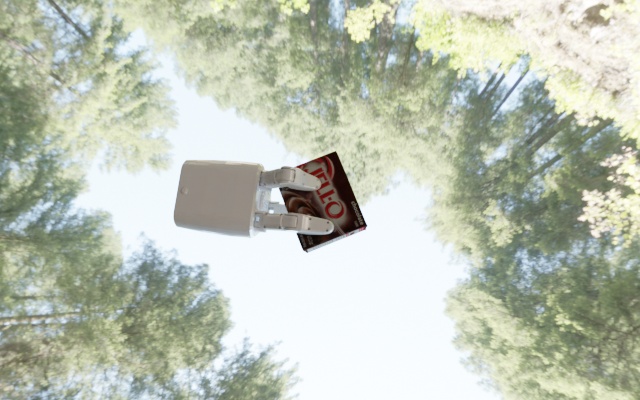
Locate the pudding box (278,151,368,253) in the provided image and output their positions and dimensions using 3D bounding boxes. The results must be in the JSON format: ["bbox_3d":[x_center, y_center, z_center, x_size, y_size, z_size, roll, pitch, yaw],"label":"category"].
[{"bbox_3d":[0.000,0.002,0.633,0.090,0.113,0.039,-22,-11,-1],"label":"pudding box"}]
